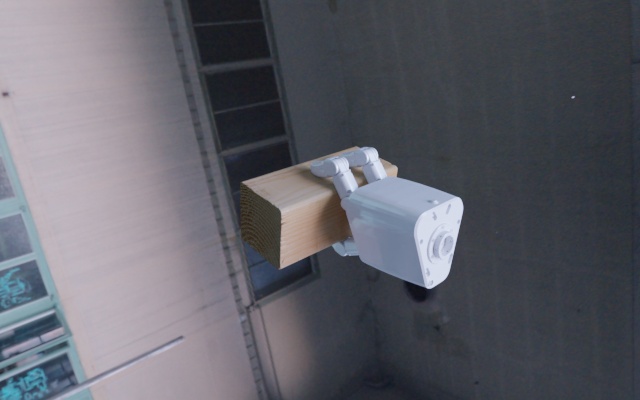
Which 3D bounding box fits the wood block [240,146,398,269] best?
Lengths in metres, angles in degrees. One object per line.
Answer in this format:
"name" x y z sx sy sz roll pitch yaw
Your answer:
"wood block" 0.000 0.003 0.659 0.206 0.091 0.090 -21 38 -37
